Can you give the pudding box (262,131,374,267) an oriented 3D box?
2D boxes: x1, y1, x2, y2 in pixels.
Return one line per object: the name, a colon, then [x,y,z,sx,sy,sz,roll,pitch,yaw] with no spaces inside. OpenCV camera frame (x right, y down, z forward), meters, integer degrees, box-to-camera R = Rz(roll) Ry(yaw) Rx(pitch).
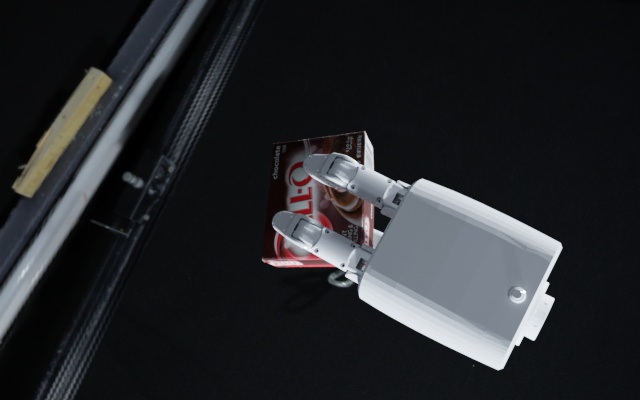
pudding box: [0.000,0.001,0.418,0.090,0.113,0.039,-4,-22,21]
